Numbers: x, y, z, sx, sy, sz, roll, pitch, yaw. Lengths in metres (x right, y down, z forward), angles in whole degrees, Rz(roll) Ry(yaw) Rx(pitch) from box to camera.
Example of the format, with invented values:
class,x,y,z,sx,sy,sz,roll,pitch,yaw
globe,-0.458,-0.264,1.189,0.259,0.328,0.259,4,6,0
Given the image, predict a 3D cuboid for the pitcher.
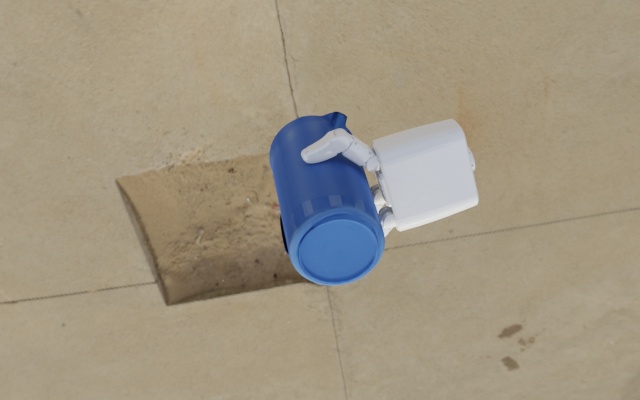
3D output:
class,x,y,z,sx,sy,sz,roll,pitch,yaw
pitcher,0.000,0.002,0.623,0.145,0.149,0.242,-17,32,3
